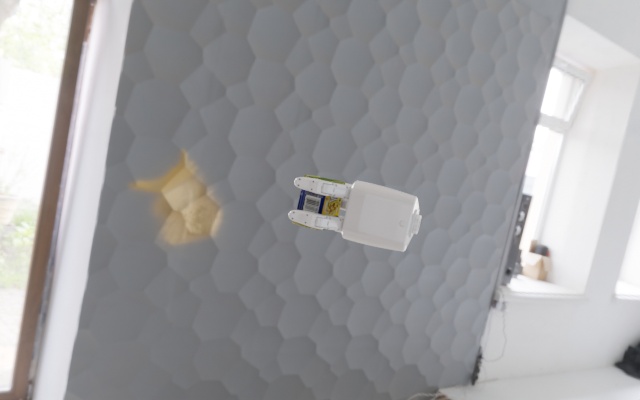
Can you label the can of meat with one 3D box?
[{"bbox_3d":[0.000,0.002,0.826,0.057,0.084,0.102,15,6,22],"label":"can of meat"}]
